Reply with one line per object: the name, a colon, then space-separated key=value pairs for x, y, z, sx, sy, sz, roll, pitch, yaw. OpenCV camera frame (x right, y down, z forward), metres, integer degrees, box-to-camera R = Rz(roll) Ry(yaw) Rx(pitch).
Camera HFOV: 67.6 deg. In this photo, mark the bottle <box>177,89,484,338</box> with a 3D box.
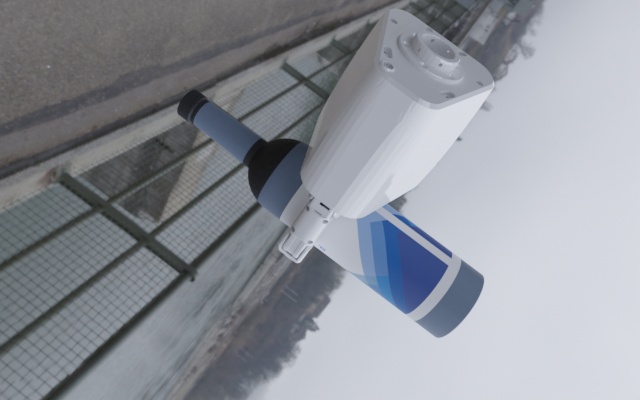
bottle: x=0.000 y=0.002 z=0.413 sx=0.295 sy=0.069 sz=0.069 roll=37 pitch=2 yaw=3
